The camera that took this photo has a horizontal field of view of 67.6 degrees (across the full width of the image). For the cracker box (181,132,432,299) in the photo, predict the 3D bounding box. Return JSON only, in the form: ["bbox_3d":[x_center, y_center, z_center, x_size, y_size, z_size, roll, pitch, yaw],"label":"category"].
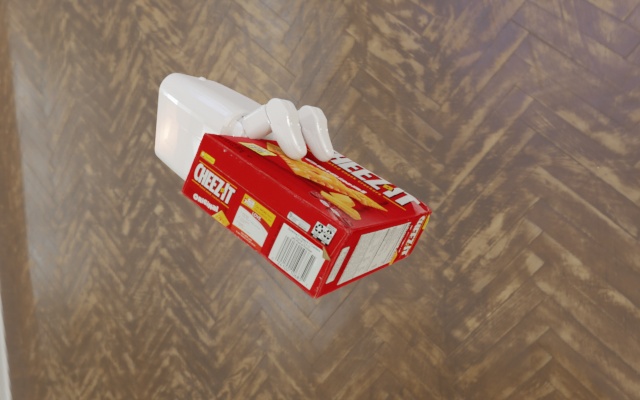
[{"bbox_3d":[0.000,0.002,0.478,0.164,0.072,0.213,34,19,24],"label":"cracker box"}]
